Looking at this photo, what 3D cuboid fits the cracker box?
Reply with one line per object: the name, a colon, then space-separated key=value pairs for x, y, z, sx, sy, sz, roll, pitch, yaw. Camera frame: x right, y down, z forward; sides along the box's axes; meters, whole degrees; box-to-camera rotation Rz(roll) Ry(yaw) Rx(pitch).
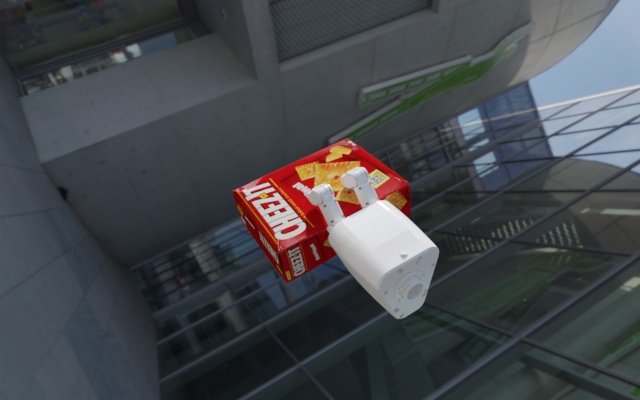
cracker box: x=0.000 y=0.002 z=0.710 sx=0.213 sy=0.072 sz=0.164 roll=-26 pitch=42 yaw=-18
